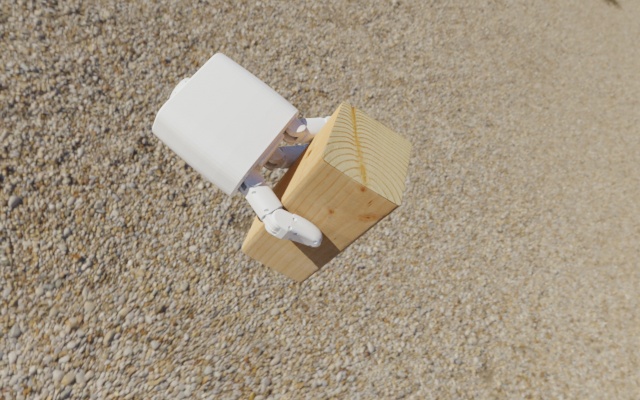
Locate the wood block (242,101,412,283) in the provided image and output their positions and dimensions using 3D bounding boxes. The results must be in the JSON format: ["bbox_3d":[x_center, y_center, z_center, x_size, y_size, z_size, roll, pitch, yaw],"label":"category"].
[{"bbox_3d":[0.000,0.002,0.536,0.090,0.090,0.206,30,-40,-13],"label":"wood block"}]
